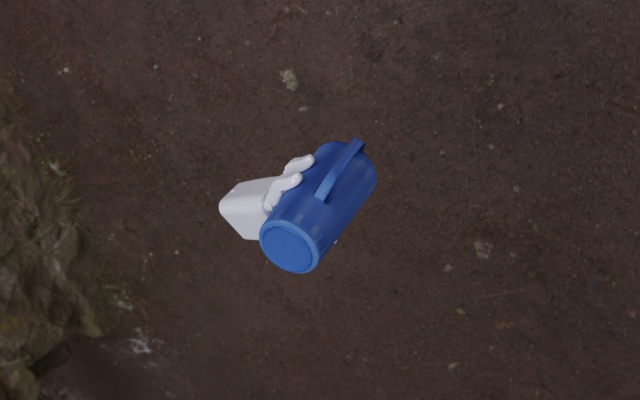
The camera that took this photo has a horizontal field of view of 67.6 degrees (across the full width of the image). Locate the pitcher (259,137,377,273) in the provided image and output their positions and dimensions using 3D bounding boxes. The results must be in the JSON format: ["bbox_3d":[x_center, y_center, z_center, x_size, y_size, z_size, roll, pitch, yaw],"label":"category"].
[{"bbox_3d":[0.000,0.003,0.821,0.145,0.149,0.242,-4,32,32],"label":"pitcher"}]
